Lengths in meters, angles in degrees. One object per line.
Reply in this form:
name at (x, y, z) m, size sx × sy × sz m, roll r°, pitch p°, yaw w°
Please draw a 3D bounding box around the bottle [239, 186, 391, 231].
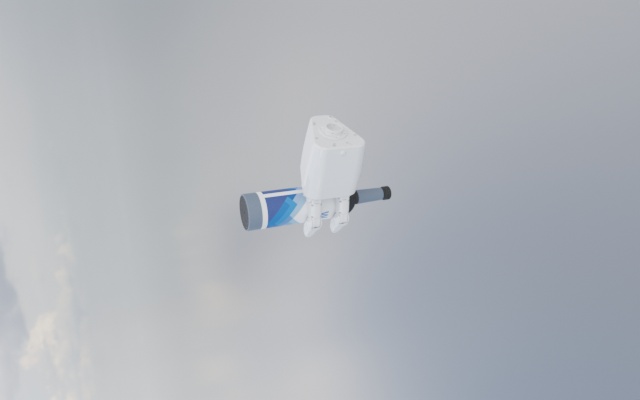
bottle at (0.000, 0.003, 0.897) m, size 0.295 × 0.069 × 0.069 m, roll -8°, pitch 3°, yaw -22°
